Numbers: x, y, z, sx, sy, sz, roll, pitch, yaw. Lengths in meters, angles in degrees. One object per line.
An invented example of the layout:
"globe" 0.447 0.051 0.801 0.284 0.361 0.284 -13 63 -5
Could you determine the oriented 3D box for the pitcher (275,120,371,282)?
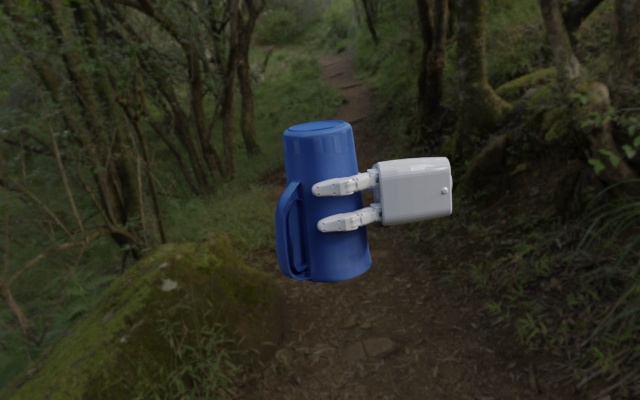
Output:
"pitcher" 0.000 0.002 0.763 0.145 0.243 0.149 -6 17 2
